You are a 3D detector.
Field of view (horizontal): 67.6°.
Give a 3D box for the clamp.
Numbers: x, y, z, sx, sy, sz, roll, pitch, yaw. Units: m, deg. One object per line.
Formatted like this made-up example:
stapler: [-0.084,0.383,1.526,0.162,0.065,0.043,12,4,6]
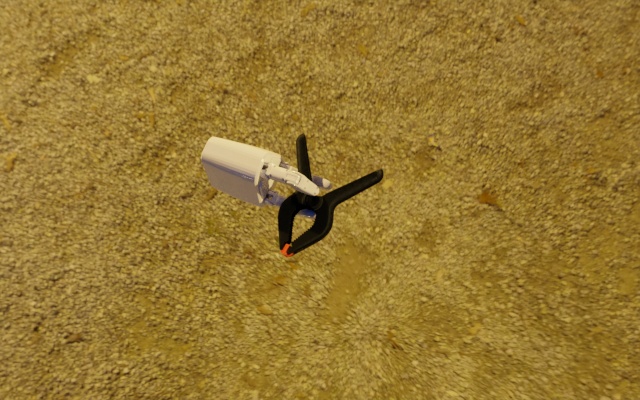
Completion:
clamp: [0.000,0.003,0.794,0.164,0.210,0.036,19,-12,15]
